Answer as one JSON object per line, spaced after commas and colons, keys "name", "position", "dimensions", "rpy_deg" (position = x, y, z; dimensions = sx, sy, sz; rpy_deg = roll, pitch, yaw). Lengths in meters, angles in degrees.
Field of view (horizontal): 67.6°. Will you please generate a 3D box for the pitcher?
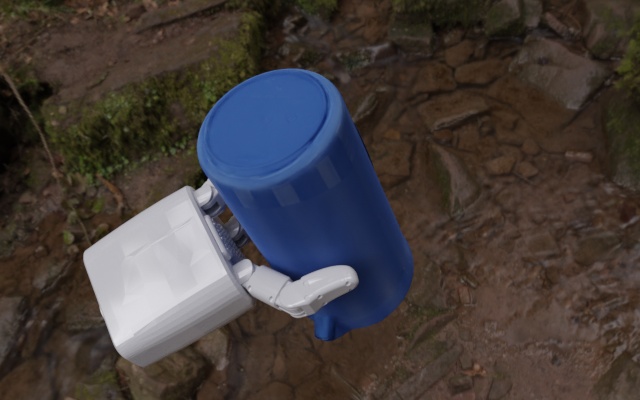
{"name": "pitcher", "position": [0.000, 0.002, 0.419], "dimensions": [0.145, 0.149, 0.243], "rpy_deg": [-31, -38, -2]}
